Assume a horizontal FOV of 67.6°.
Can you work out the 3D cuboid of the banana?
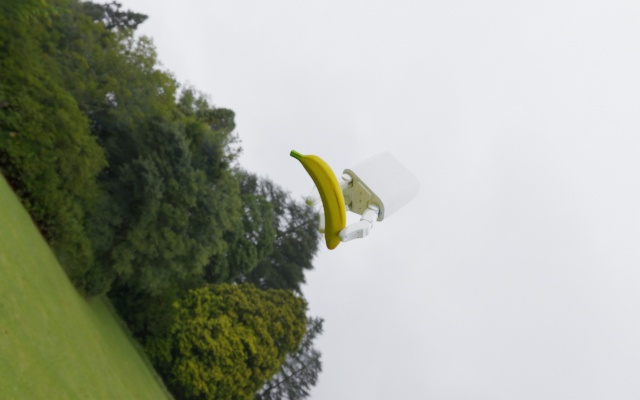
[{"bbox_3d":[0.011,0.001,0.805,0.037,0.198,0.069,-34,25,-32],"label":"banana"}]
